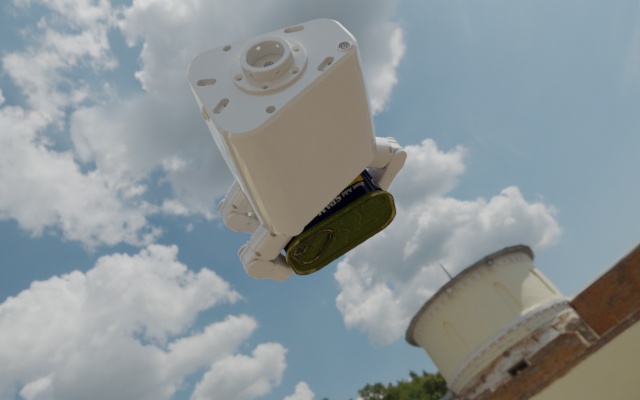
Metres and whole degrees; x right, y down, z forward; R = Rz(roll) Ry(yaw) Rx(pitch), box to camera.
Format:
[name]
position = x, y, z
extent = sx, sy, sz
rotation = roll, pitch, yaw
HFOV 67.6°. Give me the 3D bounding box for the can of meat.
[can of meat]
position = 0.000, 0.001, 0.419
extent = 0.102, 0.084, 0.057
rotation = -32, -34, -4
